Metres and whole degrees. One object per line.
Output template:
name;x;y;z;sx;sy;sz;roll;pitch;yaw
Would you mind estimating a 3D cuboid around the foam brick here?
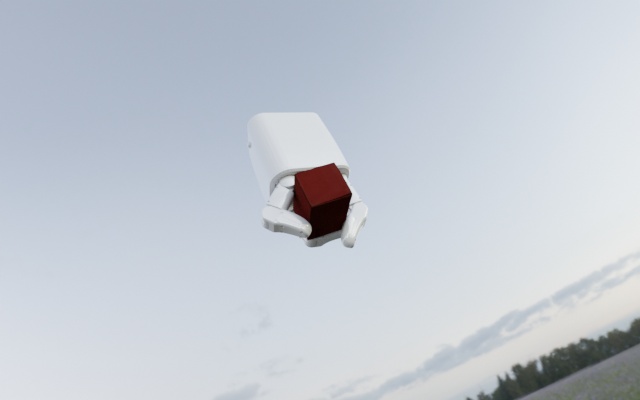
foam brick;0.000;0.002;0.569;0.053;0.051;0.078;-17;-31;-16
